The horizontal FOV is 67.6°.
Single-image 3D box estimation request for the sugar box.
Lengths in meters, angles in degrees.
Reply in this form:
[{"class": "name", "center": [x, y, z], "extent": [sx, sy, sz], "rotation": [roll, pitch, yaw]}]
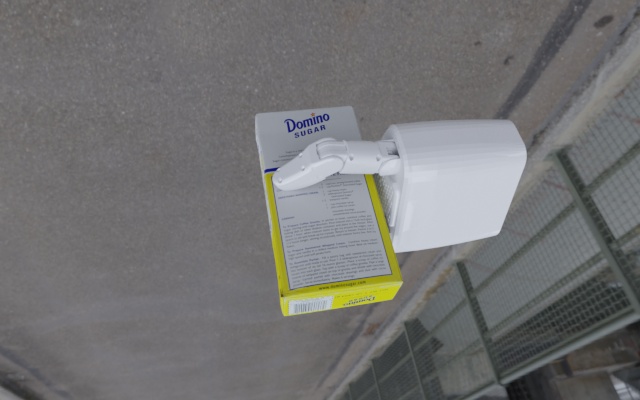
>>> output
[{"class": "sugar box", "center": [0.000, 0.002, 0.406], "extent": [0.093, 0.176, 0.048], "rotation": [-6, -32, -9]}]
